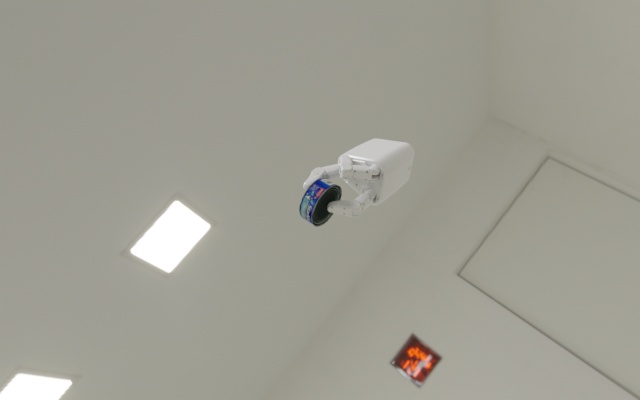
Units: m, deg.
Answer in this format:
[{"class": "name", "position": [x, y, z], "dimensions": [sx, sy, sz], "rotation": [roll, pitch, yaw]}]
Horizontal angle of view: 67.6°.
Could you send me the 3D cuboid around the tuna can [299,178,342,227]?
[{"class": "tuna can", "position": [0.000, 0.003, 0.874], "dimensions": [0.033, 0.086, 0.086], "rotation": [31, 15, 26]}]
